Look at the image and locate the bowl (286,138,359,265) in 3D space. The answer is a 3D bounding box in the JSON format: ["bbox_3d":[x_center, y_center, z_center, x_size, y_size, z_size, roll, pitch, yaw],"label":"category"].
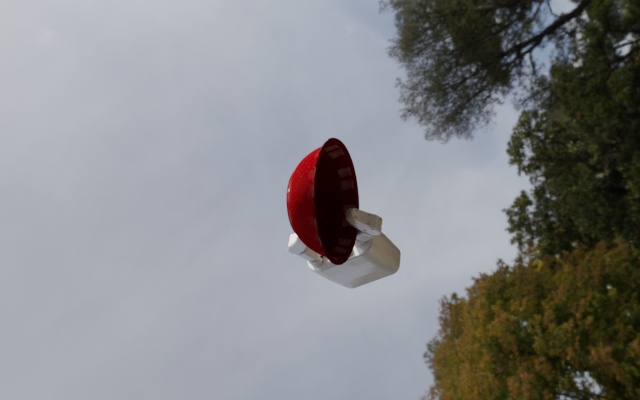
[{"bbox_3d":[-0.001,0.001,0.616,0.055,0.162,0.162,-2,-1,22],"label":"bowl"}]
